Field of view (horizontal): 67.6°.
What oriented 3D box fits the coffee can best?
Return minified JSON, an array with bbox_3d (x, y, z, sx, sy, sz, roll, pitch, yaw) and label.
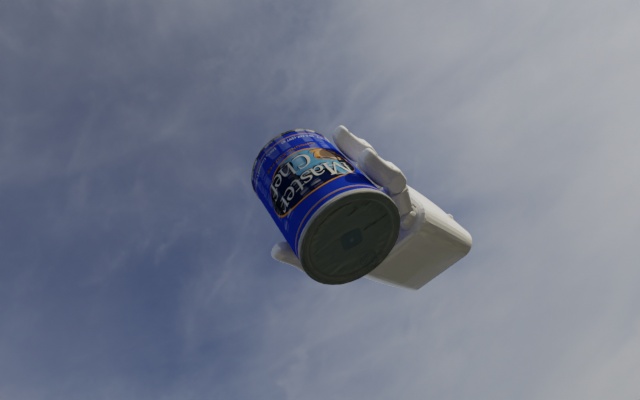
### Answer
[{"bbox_3d":[0.000,0.002,0.484,0.103,0.103,0.140,0,30,-29],"label":"coffee can"}]
